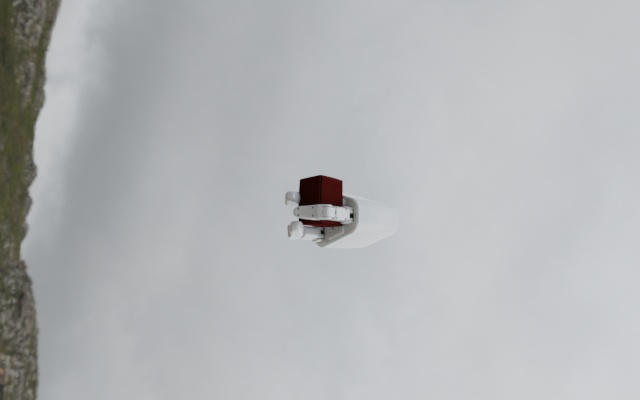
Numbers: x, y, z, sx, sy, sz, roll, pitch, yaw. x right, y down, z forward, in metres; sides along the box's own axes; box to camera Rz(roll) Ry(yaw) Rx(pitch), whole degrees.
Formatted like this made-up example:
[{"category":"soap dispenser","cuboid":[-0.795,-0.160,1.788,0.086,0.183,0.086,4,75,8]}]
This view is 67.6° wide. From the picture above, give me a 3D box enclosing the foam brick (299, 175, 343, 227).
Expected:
[{"category":"foam brick","cuboid":[0.000,0.002,0.776,0.051,0.078,0.053,8,-9,-42]}]
